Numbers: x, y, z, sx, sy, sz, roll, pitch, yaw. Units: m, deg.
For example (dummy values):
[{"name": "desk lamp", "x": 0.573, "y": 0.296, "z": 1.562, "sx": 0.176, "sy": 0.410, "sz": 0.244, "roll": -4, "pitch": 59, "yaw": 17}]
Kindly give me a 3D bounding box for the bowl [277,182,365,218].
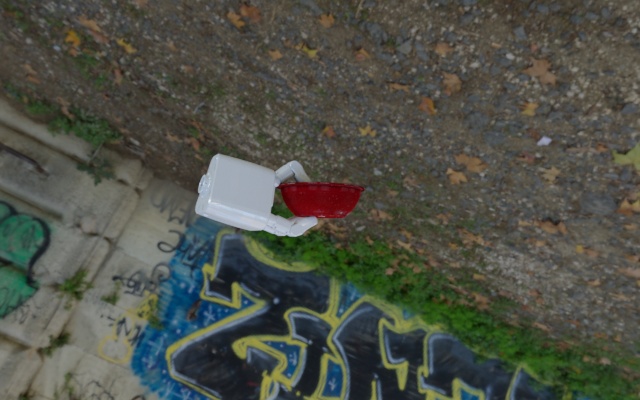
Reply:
[{"name": "bowl", "x": 0.001, "y": 0.003, "z": 0.870, "sx": 0.162, "sy": 0.055, "sz": 0.162, "roll": 1, "pitch": -5, "yaw": 0}]
